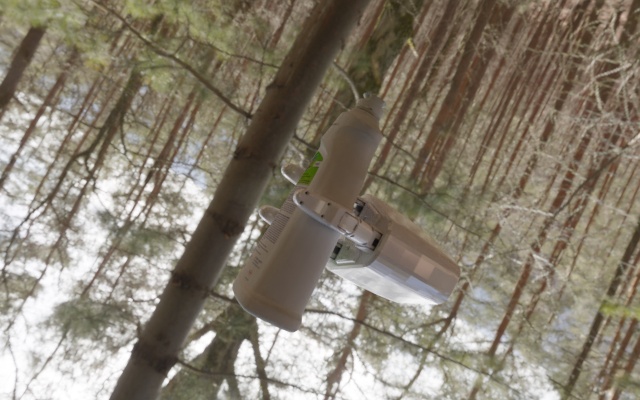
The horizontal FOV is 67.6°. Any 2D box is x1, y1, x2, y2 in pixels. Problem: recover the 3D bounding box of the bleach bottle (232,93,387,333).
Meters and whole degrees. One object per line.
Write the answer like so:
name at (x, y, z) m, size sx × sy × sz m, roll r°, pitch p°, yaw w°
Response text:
bleach bottle at (0.000, 0.002, 0.495) m, size 0.068 × 0.251 × 0.102 m, roll 31°, pitch -5°, yaw -19°
